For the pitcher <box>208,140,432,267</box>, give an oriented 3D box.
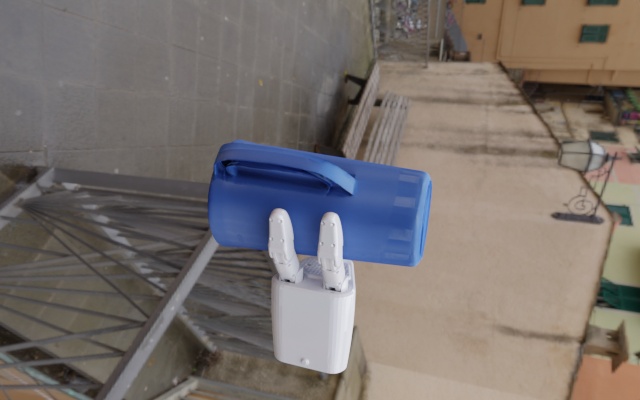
[{"bbox_3d":[0.000,0.002,0.552,0.243,0.145,0.149,7,18,15],"label":"pitcher"}]
